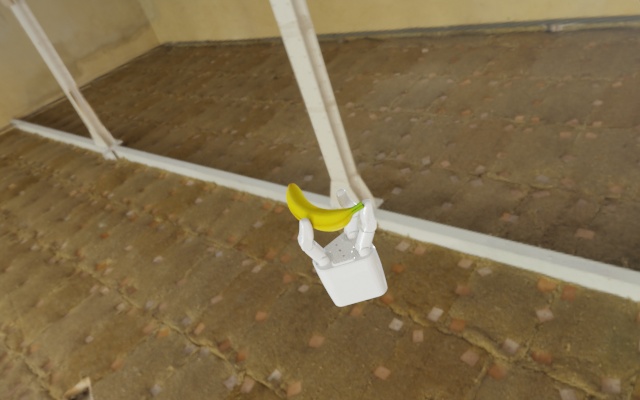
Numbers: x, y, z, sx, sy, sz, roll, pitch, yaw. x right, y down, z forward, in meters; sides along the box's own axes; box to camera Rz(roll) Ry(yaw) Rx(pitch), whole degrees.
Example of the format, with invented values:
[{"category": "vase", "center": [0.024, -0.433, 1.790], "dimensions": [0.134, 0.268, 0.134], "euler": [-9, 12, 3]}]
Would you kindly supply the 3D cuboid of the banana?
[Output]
[{"category": "banana", "center": [-0.010, 0.015, 0.851], "dimensions": [0.197, 0.037, 0.069], "euler": [18, 54, 45]}]
